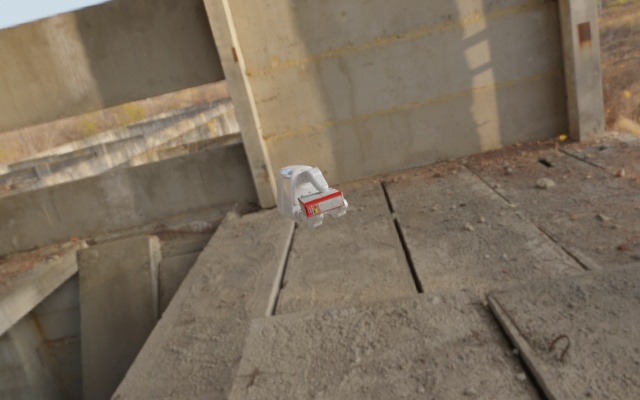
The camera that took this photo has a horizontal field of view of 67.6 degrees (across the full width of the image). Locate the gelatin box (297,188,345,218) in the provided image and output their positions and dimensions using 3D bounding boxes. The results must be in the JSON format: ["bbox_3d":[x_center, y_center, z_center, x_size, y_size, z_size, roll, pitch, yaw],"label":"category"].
[{"bbox_3d":[0.000,0.003,0.895,0.073,0.030,0.089,-18,9,-8],"label":"gelatin box"}]
